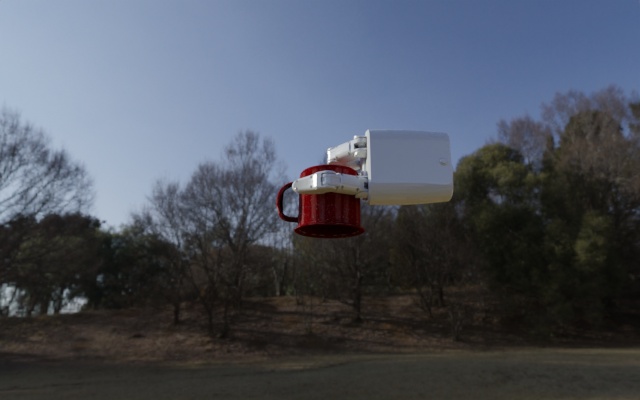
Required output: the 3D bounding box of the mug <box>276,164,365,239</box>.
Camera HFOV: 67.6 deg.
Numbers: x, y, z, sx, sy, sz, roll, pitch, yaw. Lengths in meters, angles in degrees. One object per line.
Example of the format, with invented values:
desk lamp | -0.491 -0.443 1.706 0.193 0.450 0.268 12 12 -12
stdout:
mug | -0.001 0.002 0.636 0.117 0.081 0.093 1 -15 -1
